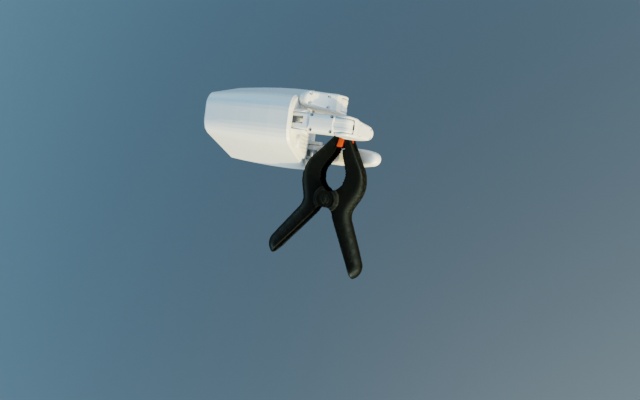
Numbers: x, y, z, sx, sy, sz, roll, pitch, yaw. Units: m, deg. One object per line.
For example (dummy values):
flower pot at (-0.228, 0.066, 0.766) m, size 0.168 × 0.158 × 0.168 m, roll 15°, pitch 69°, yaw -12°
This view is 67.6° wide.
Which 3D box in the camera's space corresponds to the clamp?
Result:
clamp at (0.000, 0.002, 0.576) m, size 0.120 × 0.171 × 0.039 m, roll 7°, pitch 2°, yaw 11°
